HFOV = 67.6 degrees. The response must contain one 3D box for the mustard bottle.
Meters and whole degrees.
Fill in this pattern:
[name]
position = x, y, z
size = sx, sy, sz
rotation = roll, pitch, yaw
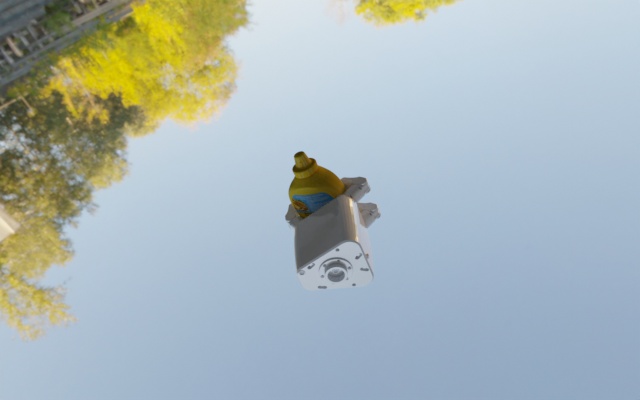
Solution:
[mustard bottle]
position = 0.000, 0.003, 0.786
size = 0.096, 0.192, 0.058
rotation = -4, 38, 30
